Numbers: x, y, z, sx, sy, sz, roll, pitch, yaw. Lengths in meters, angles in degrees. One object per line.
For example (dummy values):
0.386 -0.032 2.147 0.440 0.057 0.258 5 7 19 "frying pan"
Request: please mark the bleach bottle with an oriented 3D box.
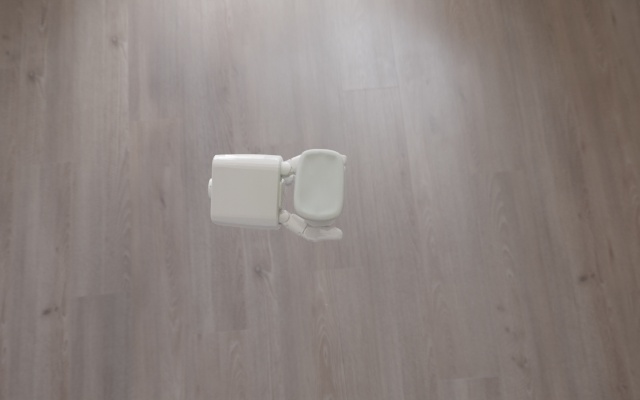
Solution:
0.000 0.002 0.752 0.068 0.102 0.251 3 -12 1 "bleach bottle"
